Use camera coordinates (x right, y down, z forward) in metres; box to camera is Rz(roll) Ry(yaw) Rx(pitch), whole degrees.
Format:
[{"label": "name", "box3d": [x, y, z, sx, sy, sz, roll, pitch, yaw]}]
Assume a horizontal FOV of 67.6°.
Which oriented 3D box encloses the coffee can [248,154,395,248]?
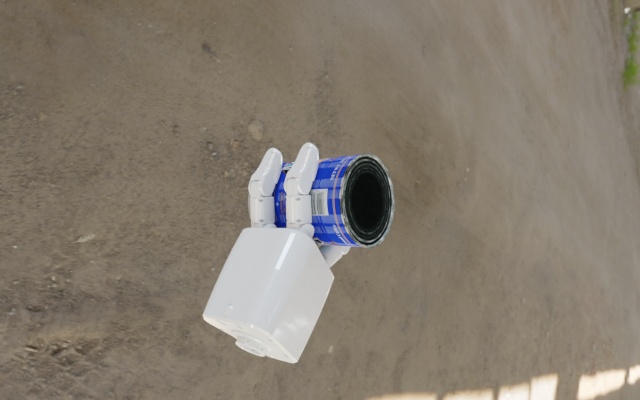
[{"label": "coffee can", "box3d": [0.000, 0.002, 0.559, 0.140, 0.103, 0.103, -2, -1, 39]}]
